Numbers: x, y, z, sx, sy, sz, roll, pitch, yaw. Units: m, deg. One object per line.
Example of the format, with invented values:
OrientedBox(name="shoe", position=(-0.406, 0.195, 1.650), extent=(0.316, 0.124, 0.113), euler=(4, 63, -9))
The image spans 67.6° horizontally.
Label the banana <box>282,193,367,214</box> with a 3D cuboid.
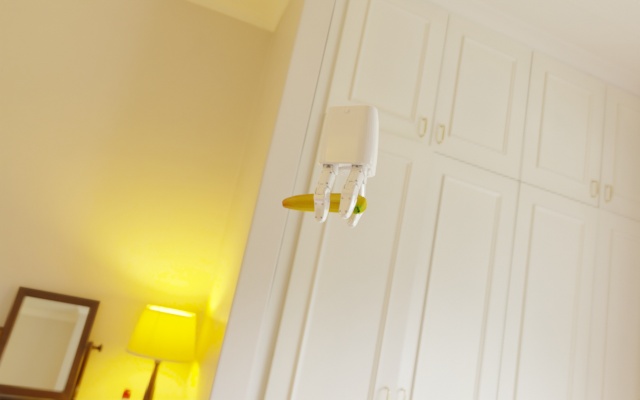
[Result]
OrientedBox(name="banana", position=(0.016, 0.004, 0.863), extent=(0.069, 0.037, 0.198), euler=(5, -2, -44))
